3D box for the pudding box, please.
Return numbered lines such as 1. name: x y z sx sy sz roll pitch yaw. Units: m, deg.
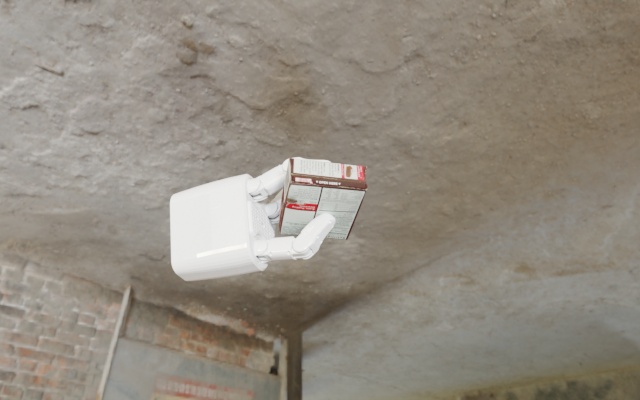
1. pudding box: 0.000 0.002 0.568 0.090 0.039 0.114 5 -34 -9
